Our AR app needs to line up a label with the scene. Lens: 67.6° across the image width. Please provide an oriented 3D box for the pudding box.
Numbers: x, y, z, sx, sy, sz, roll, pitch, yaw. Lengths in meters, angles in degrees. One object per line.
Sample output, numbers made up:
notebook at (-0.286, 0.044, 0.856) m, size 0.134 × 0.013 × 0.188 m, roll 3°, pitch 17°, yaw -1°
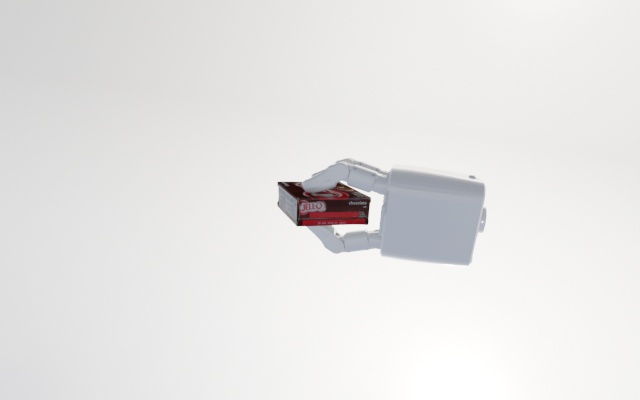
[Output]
pudding box at (0.000, 0.002, 0.594) m, size 0.090 × 0.039 × 0.113 m, roll 0°, pitch 10°, yaw -18°
